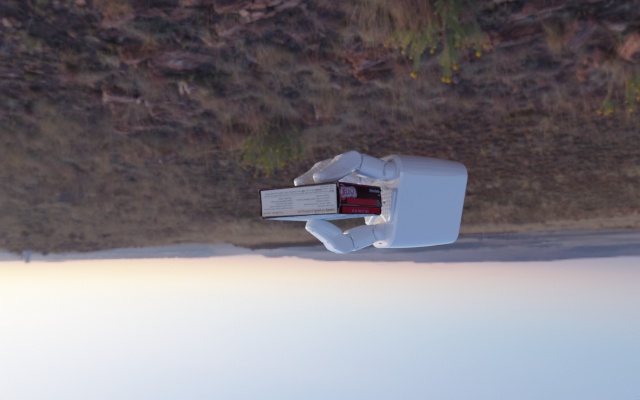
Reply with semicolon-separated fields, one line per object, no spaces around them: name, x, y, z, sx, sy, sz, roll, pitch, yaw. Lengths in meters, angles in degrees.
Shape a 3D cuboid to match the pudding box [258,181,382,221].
pudding box;0.000;0.002;0.543;0.113;0.039;0.090;-7;-7;36
